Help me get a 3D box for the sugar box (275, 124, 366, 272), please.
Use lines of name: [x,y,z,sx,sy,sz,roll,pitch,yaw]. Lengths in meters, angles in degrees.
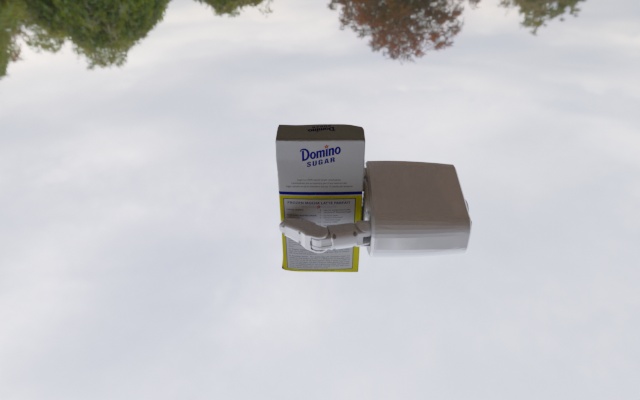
sugar box: [0.000,0.002,0.538,0.093,0.176,0.048,1,31,0]
